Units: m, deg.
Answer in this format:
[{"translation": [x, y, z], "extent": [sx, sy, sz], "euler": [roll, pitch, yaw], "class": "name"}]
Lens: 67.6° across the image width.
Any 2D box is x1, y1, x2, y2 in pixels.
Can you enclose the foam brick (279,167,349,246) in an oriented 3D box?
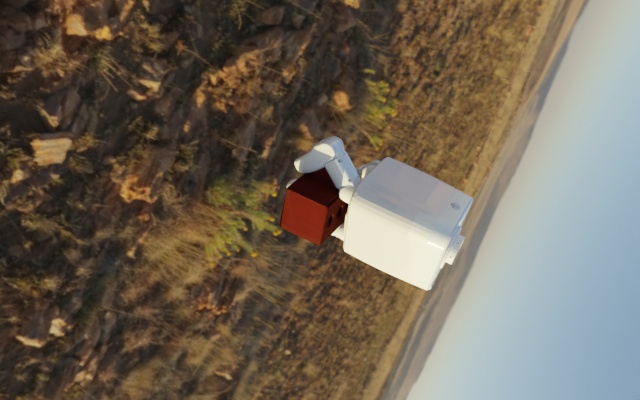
[{"translation": [0.000, 0.002, 0.522], "extent": [0.051, 0.053, 0.078], "euler": [26, 37, 18], "class": "foam brick"}]
